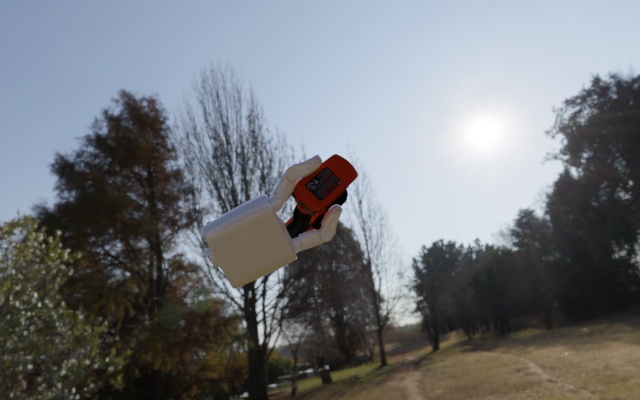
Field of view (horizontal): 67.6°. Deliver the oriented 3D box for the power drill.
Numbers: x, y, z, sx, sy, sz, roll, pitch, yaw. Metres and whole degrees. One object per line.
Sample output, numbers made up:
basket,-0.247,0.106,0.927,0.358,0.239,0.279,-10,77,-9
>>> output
power drill,0.000,0.003,0.797,0.184,0.057,0.188,-43,-11,-28
